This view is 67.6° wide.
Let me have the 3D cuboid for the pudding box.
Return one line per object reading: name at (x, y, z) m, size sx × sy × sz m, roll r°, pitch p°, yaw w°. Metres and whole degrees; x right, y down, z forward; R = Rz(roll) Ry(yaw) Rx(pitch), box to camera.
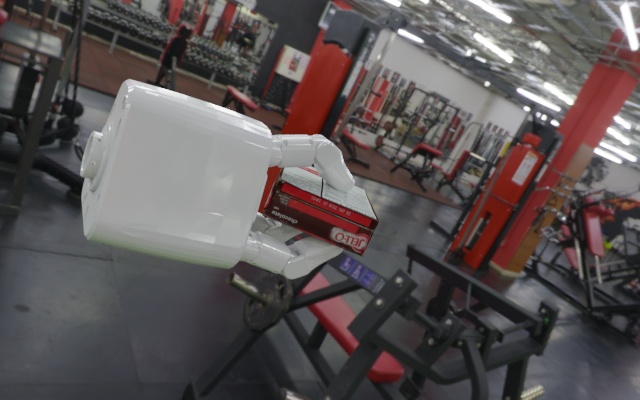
pudding box at (0.000, 0.001, 0.431) m, size 0.090 × 0.039 × 0.113 m, roll 24°, pitch 15°, yaw -6°
